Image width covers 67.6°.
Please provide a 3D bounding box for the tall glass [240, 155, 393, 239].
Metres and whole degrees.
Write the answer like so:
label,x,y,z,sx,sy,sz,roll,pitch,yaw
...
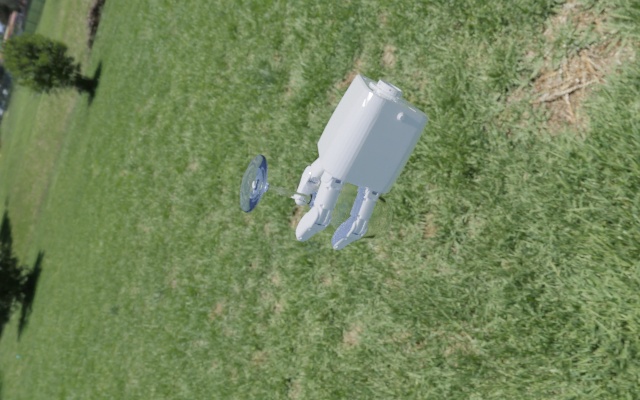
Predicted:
label,x,y,z,sx,sy,sz,roll,pitch,yaw
tall glass,-0.001,0.002,0.636,0.201,0.079,0.079,16,-8,-30
